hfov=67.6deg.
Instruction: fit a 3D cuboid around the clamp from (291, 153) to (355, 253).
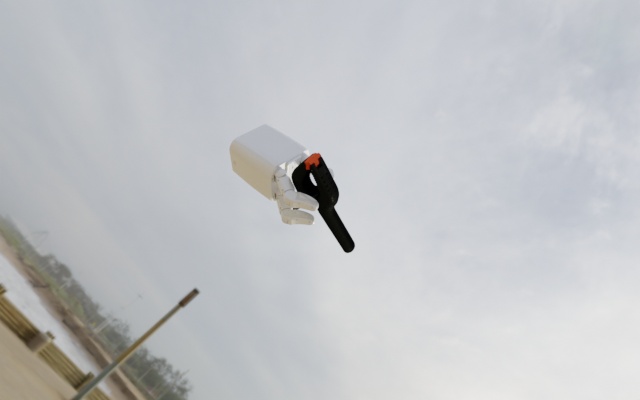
[{"bbox_3d":[0.000,0.002,0.837,0.164,0.036,0.210,34,-30,18],"label":"clamp"}]
